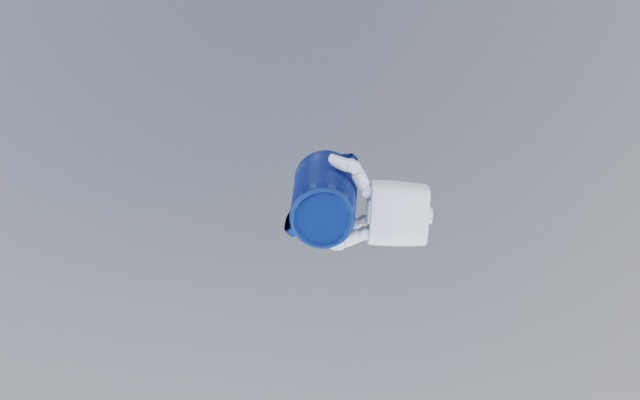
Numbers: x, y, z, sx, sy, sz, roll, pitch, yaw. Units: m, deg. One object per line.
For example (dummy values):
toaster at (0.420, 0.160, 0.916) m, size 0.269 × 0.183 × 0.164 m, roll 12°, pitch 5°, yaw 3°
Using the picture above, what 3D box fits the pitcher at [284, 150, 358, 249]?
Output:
pitcher at (0.000, 0.003, 0.886) m, size 0.145 × 0.149 × 0.242 m, roll 2°, pitch 18°, yaw 2°
